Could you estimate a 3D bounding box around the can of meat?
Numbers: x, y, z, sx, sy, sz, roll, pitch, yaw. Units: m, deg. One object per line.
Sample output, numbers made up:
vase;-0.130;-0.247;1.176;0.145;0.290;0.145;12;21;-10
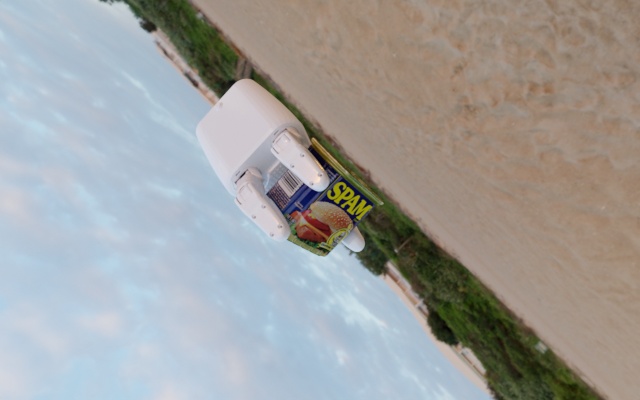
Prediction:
can of meat;0.000;0.002;0.464;0.057;0.084;0.102;49;9;38
